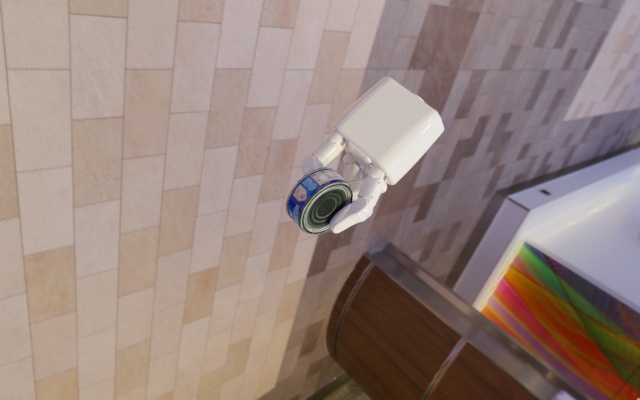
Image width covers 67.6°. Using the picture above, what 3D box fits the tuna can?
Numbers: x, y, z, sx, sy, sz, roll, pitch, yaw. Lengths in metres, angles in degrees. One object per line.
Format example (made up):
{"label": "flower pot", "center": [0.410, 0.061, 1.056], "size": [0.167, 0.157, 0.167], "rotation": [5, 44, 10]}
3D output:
{"label": "tuna can", "center": [0.000, 0.002, 0.617], "size": [0.086, 0.086, 0.033], "rotation": [0, 35, -44]}
